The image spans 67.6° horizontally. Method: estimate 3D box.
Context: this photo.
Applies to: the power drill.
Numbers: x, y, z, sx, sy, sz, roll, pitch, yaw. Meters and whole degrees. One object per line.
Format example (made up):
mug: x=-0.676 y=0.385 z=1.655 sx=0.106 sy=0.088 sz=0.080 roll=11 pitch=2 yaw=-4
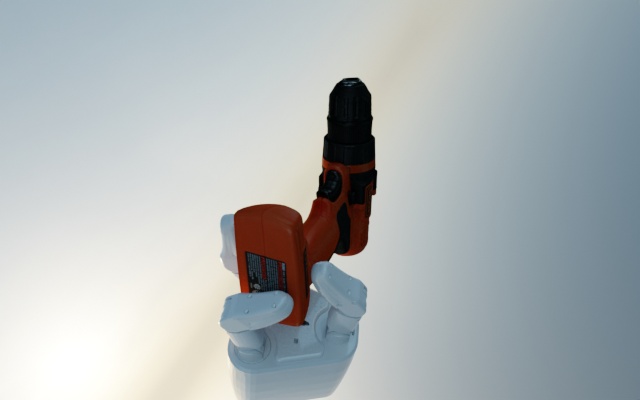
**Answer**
power drill: x=0.000 y=0.002 z=0.416 sx=0.057 sy=0.184 sz=0.187 roll=11 pitch=31 yaw=24
